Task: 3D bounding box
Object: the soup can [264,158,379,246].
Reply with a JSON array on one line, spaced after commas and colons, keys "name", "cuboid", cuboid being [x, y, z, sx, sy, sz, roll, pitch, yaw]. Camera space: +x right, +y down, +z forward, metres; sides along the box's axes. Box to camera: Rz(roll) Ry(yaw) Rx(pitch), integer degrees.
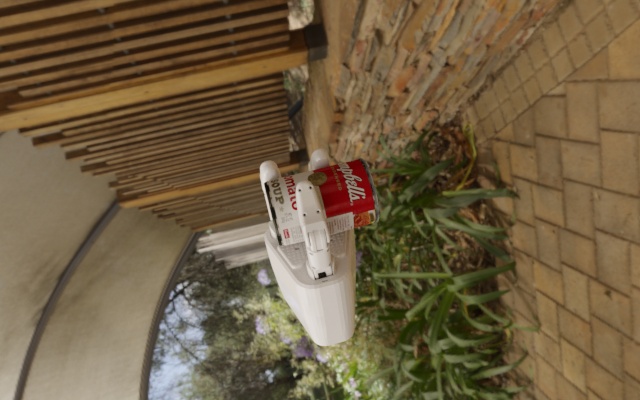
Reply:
[{"name": "soup can", "cuboid": [0.000, 0.001, 0.480, 0.102, 0.068, 0.068, -14, 1, -5]}]
